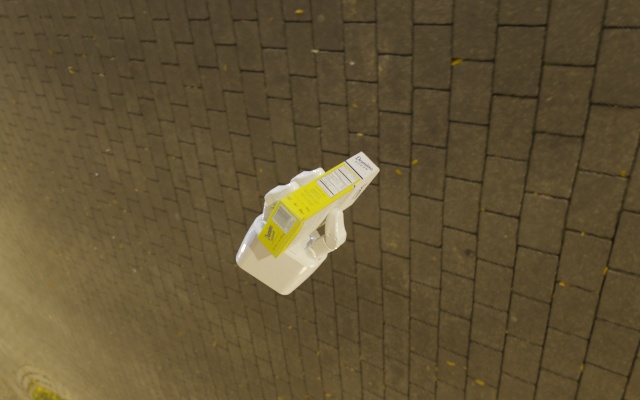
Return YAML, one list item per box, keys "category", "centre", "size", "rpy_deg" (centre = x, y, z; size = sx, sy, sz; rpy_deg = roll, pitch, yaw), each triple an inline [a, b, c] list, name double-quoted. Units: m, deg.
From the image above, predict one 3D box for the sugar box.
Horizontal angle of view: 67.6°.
- category: "sugar box"
  centre: [0.000, 0.002, 0.658]
  size: [0.176, 0.048, 0.093]
  rpy_deg: [-36, -12, -44]
